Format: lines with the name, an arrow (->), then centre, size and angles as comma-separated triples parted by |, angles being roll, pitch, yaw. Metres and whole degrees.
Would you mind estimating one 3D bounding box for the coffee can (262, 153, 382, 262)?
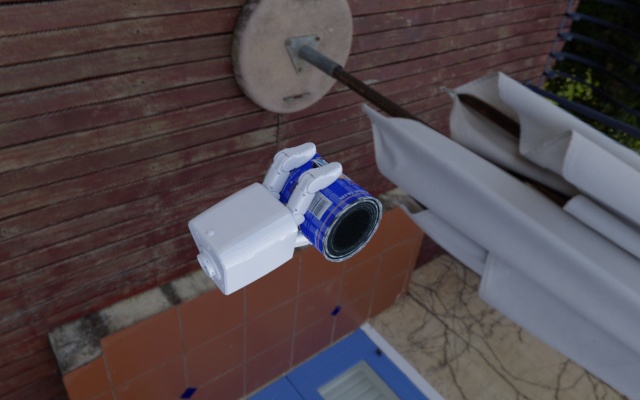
coffee can -> 0.000, 0.002, 0.660 | 0.103, 0.103, 0.140 | 0, 32, -47
